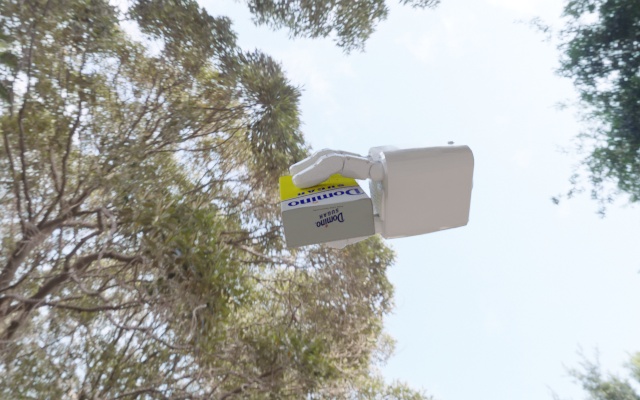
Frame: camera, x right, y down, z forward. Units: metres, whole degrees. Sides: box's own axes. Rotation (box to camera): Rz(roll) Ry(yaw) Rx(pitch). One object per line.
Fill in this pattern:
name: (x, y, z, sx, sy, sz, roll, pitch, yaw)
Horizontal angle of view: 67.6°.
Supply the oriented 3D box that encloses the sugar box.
sugar box: (0.000, 0.001, 0.553, 0.093, 0.048, 0.176, -9, 12, -4)
